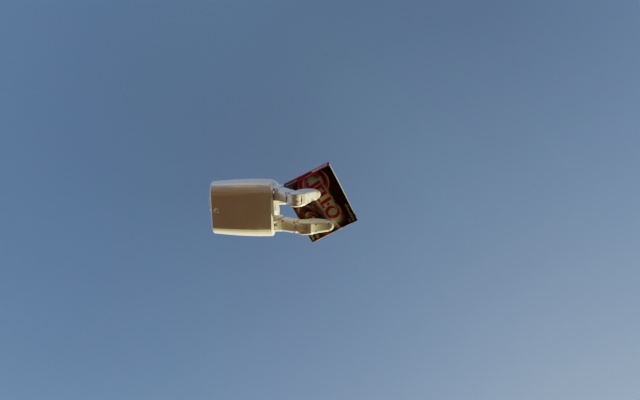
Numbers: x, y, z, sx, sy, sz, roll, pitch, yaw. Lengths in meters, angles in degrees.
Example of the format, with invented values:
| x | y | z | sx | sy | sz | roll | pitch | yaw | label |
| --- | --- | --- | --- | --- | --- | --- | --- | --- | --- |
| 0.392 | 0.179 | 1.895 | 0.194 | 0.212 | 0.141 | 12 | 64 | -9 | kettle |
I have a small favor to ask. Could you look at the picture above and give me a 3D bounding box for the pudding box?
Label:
| x | y | z | sx | sy | sz | roll | pitch | yaw | label |
| --- | --- | --- | --- | --- | --- | --- | --- | --- | --- |
| 0.000 | 0.003 | 0.829 | 0.090 | 0.113 | 0.039 | -27 | 15 | 7 | pudding box |
